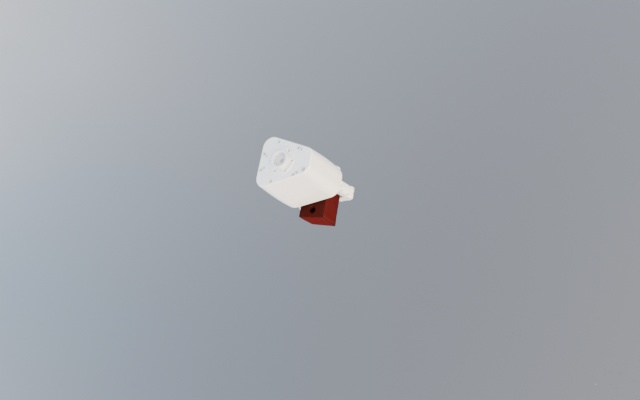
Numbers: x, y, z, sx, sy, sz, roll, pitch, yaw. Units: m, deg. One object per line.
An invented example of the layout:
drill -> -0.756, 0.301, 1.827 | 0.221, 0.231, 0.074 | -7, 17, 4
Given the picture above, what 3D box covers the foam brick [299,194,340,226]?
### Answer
foam brick -> 0.000, 0.003, 0.885 | 0.053, 0.078, 0.051 | 1, -17, 30
